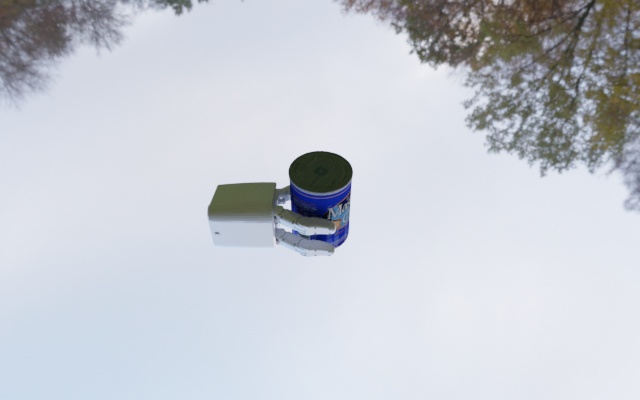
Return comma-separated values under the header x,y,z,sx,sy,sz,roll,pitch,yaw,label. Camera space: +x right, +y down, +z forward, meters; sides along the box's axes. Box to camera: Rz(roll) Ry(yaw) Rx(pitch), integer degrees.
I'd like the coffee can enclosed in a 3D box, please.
x,y,z,sx,sy,sz,roll,pitch,yaw,label
0.000,0.002,0.802,0.103,0.140,0.102,0,44,0,coffee can
